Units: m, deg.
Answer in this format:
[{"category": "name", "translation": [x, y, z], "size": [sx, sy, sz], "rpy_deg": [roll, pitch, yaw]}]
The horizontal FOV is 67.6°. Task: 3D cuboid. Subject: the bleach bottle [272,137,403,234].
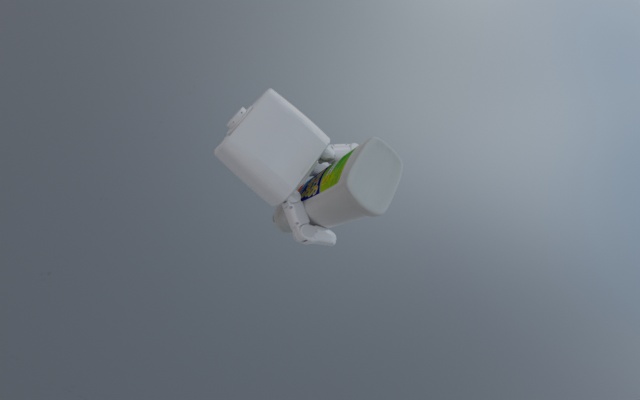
[{"category": "bleach bottle", "translation": [0.000, 0.002, 0.660], "size": [0.068, 0.102, 0.251], "rpy_deg": [41, -35, -17]}]
